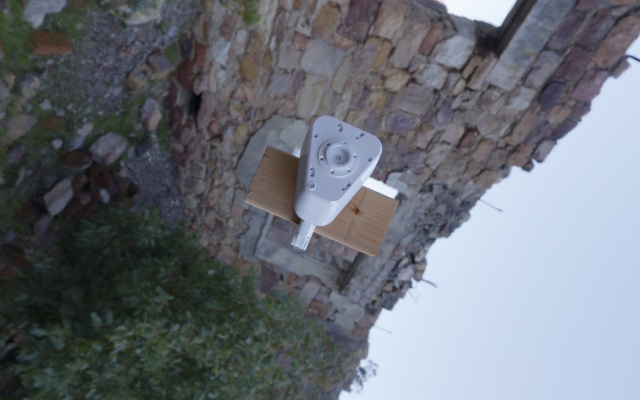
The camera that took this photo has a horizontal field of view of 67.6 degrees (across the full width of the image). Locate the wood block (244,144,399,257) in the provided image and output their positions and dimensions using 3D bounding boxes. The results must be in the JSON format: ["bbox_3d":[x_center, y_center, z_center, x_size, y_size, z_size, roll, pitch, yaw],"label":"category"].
[{"bbox_3d":[0.000,0.003,0.723,0.206,0.091,0.090,24,-4,-1],"label":"wood block"}]
